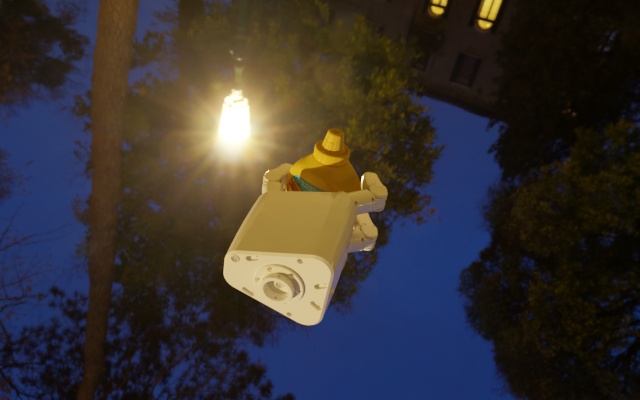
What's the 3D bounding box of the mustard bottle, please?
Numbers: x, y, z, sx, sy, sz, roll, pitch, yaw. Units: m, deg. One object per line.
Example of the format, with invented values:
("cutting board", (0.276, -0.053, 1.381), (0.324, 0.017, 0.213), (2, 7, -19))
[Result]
("mustard bottle", (0.000, 0.002, 0.580), (0.096, 0.192, 0.058), (31, 39, 25))
